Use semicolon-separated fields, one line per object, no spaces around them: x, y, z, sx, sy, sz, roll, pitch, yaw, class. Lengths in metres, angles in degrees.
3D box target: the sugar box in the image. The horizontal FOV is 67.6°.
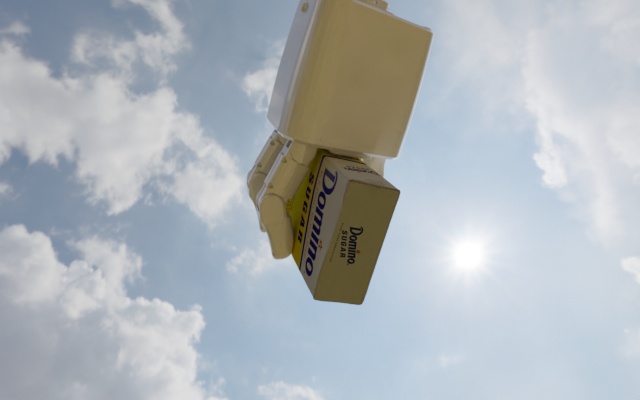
0.000;0.001;0.403;0.048;0.093;0.176;11;16;-18;sugar box
